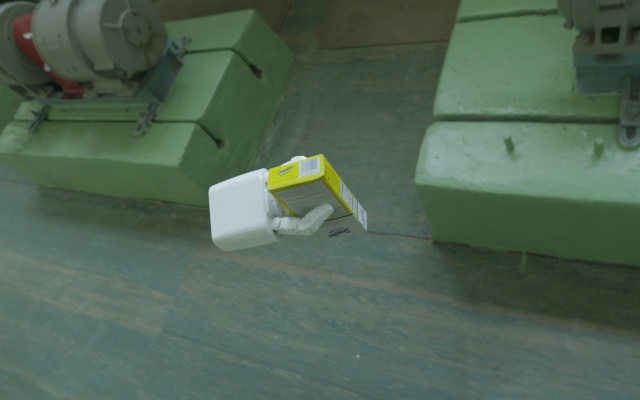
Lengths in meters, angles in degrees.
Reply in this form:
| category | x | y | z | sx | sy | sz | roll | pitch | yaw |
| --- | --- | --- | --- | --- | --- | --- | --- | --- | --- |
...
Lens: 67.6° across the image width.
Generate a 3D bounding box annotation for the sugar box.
| category | x | y | z | sx | sy | sz | roll | pitch | yaw |
| --- | --- | --- | --- | --- | --- | --- | --- | --- | --- |
| sugar box | 0.000 | 0.002 | 0.756 | 0.093 | 0.048 | 0.176 | -13 | -33 | 21 |
